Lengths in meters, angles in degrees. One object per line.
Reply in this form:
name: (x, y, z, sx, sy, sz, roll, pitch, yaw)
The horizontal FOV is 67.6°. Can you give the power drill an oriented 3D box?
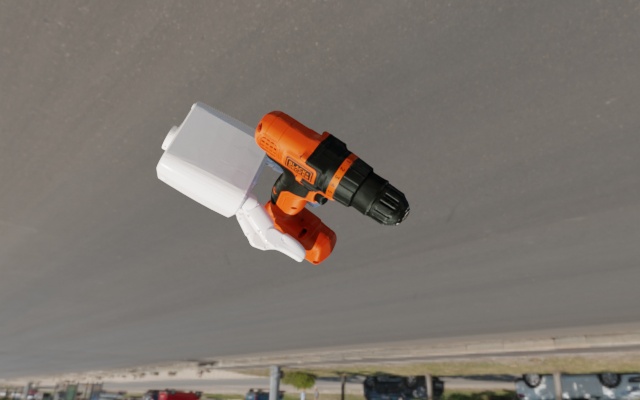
power drill: (0.000, 0.002, 0.559, 0.184, 0.057, 0.188, 36, -34, 10)
